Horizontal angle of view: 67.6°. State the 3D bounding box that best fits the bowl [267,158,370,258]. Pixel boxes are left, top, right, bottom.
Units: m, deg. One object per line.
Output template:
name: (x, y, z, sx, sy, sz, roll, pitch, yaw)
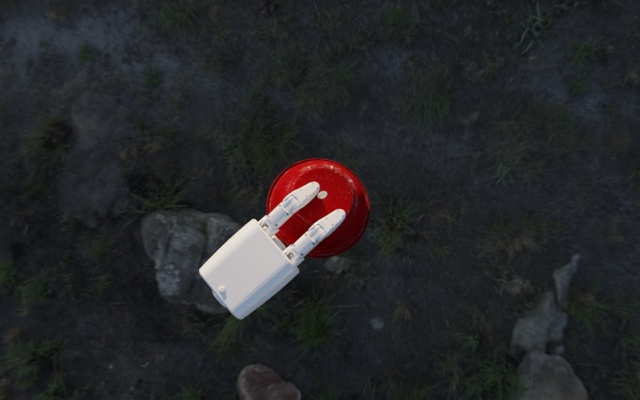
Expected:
bowl: (0.001, 0.001, 0.717, 0.162, 0.162, 0.055, 0, -18, -6)
